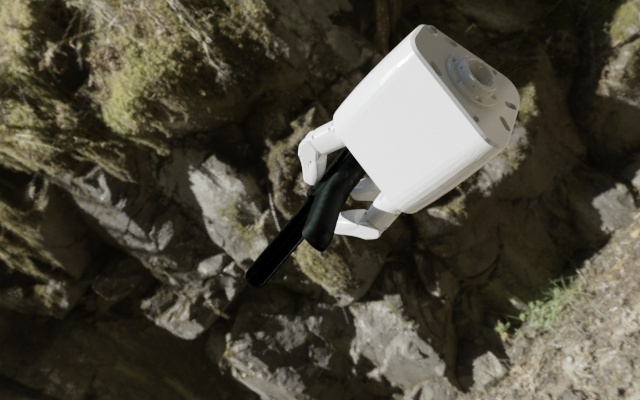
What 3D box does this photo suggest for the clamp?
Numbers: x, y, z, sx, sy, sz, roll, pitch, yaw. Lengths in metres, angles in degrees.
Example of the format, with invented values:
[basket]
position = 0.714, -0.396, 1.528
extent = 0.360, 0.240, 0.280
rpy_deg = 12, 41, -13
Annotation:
[clamp]
position = 0.000, 0.001, 0.506
extent = 0.165, 0.036, 0.210
rpy_deg = -39, 13, 48
